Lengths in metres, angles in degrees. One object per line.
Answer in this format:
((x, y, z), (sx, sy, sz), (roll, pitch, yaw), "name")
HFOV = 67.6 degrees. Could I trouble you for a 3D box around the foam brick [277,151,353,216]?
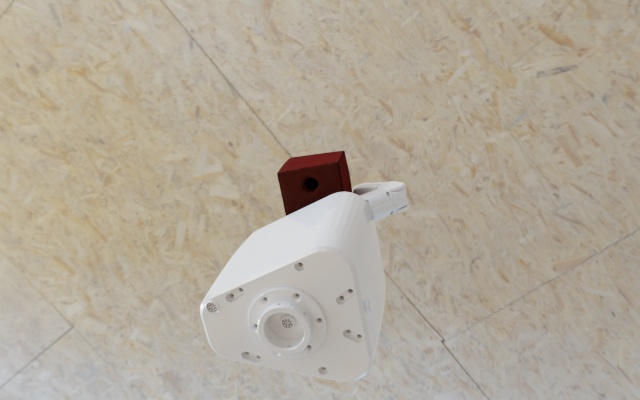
((0.000, 0.001, 0.413), (0.053, 0.078, 0.051), (-9, 15, 12), "foam brick")
